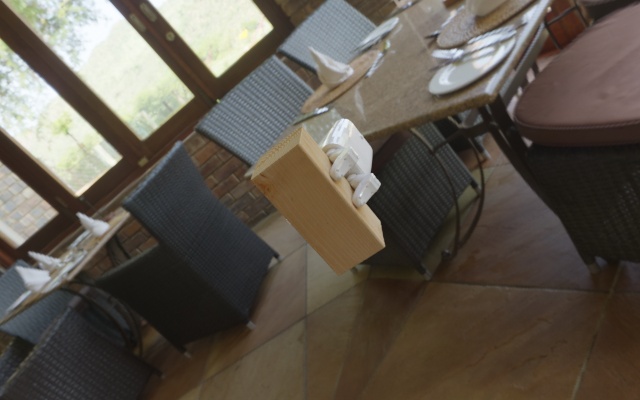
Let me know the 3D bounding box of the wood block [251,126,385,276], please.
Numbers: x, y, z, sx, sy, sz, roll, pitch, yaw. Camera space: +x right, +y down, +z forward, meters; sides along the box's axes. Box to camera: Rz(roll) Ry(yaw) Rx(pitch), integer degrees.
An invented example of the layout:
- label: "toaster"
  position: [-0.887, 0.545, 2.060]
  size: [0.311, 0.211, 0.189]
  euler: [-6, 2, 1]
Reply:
- label: "wood block"
  position: [0.000, 0.002, 0.730]
  size: [0.091, 0.206, 0.090]
  euler: [-35, 21, 17]
